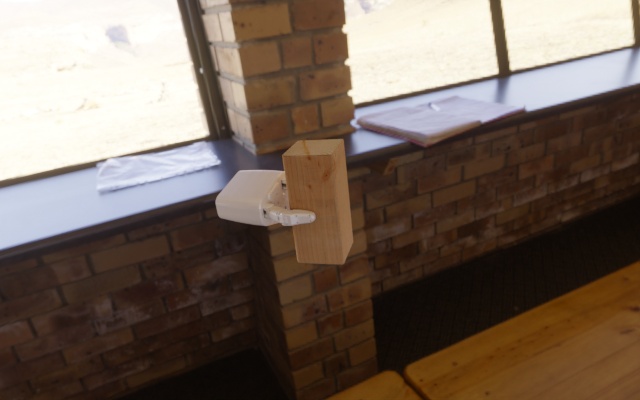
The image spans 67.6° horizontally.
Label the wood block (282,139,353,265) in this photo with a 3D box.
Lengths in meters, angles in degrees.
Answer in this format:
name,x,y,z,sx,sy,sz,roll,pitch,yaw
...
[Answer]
name,x,y,z,sx,sy,sz,roll,pitch,yaw
wood block,0.000,0.003,0.859,0.090,0.206,0.090,0,24,17
